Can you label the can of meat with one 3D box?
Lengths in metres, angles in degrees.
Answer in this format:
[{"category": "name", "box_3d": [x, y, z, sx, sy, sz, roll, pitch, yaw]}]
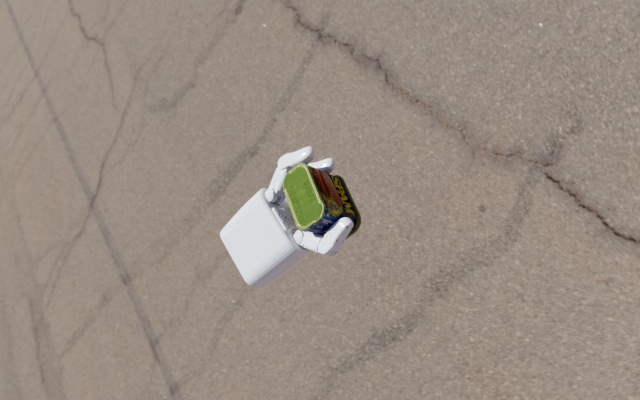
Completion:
[{"category": "can of meat", "box_3d": [0.000, 0.002, 0.678, 0.057, 0.102, 0.084, -39, -34, 26]}]
